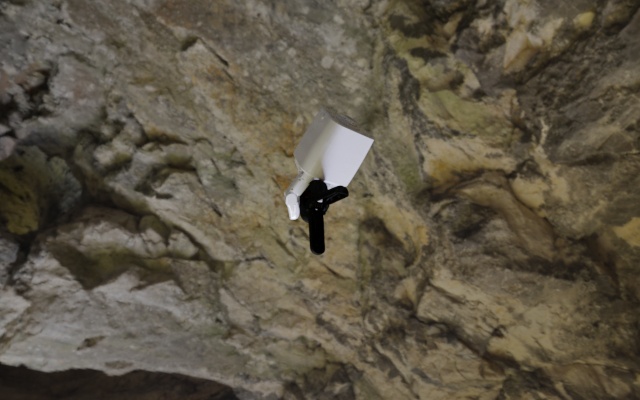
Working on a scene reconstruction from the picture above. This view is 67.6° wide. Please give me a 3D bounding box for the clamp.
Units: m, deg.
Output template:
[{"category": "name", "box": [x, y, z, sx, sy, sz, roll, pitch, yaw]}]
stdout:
[{"category": "clamp", "box": [0.001, 0.003, 0.821, 0.039, 0.120, 0.171, 23, 20, -26]}]
